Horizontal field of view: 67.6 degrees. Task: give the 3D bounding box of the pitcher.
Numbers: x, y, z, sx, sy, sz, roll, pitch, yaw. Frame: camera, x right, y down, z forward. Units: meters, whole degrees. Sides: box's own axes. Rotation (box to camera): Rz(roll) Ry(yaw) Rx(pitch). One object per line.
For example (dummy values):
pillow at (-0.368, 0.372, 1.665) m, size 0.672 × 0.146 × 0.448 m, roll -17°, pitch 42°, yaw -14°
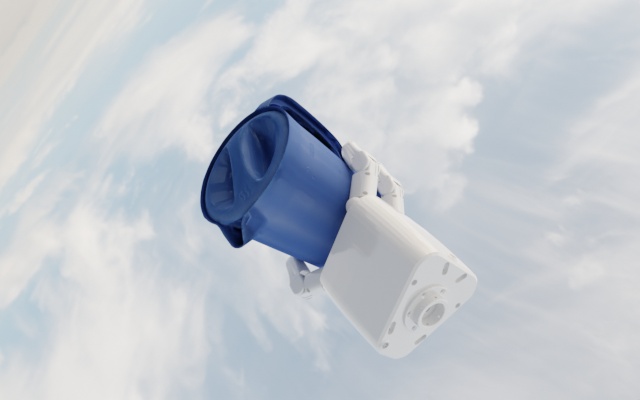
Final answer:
pitcher at (0.000, 0.002, 0.546) m, size 0.243 × 0.149 × 0.145 m, roll 32°, pitch 8°, yaw -38°
